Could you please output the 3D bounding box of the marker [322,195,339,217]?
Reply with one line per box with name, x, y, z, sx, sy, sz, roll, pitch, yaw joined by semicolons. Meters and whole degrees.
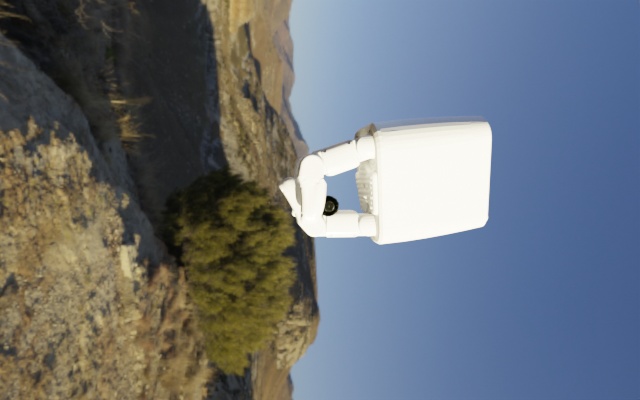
marker;0.000;0.002;0.477;0.020;0.020;0.121;0;3;-8
